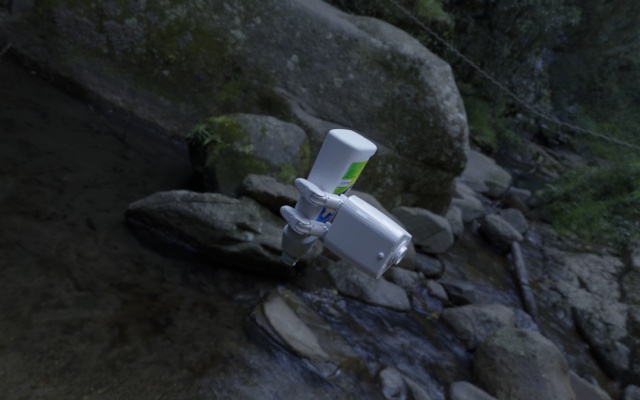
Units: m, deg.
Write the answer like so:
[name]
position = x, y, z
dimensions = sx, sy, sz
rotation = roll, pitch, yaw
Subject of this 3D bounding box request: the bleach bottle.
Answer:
[bleach bottle]
position = 0.000, 0.003, 0.821
dimensions = 0.068, 0.251, 0.102
rotation = 35, 21, 20
